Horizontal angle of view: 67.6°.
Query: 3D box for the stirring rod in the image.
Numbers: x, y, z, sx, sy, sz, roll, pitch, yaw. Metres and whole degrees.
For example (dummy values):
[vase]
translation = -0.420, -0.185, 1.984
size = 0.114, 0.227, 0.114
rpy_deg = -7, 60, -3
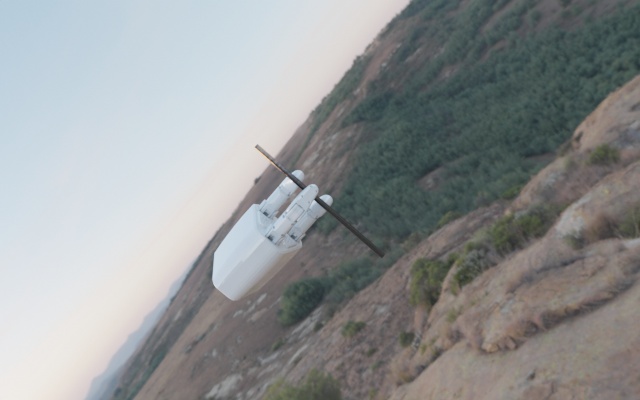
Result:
[stirring rod]
translation = 0.000, 0.002, 0.678
size = 0.239, 0.011, 0.011
rpy_deg = 41, -5, -6
